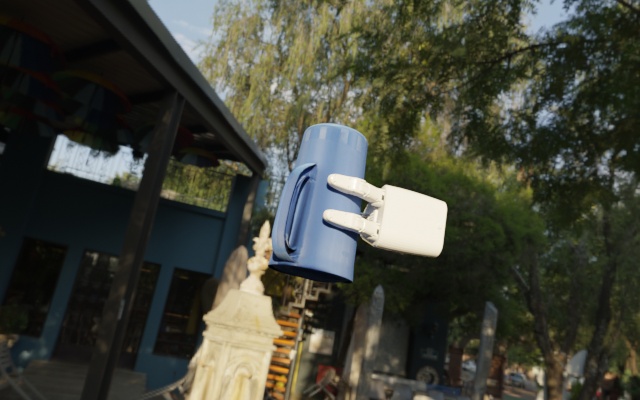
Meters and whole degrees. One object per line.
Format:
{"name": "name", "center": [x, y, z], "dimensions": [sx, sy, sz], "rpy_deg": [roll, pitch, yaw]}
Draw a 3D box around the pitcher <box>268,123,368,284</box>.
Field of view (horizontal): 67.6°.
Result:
{"name": "pitcher", "center": [0.000, 0.003, 0.753], "dimensions": [0.145, 0.242, 0.149], "rpy_deg": [14, -16, -11]}
